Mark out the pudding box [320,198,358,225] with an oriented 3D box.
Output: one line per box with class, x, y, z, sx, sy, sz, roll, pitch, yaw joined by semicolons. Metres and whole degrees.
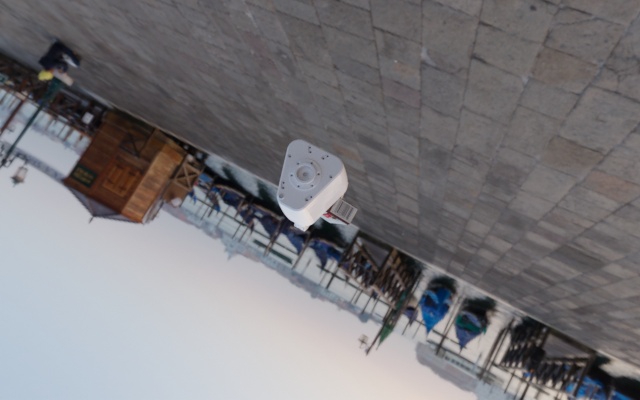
pudding box;0.000;0.003;0.878;0.113;0.039;0.090;33;-10;-17
